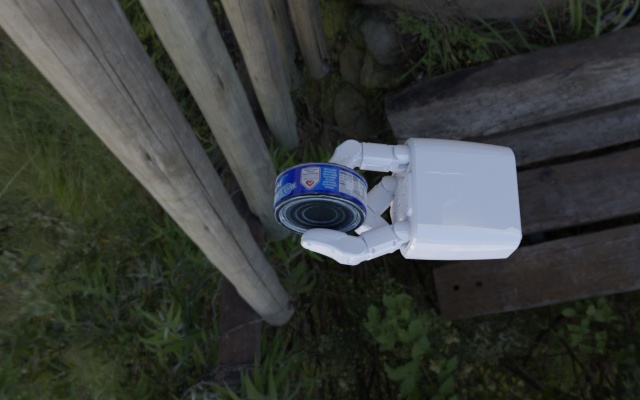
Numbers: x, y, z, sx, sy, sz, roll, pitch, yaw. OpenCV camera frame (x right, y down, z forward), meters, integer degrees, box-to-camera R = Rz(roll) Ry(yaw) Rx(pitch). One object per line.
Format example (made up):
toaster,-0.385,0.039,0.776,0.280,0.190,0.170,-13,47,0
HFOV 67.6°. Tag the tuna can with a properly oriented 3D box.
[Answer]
tuna can,0.000,0.002,0.436,0.086,0.033,0.086,2,-29,1
